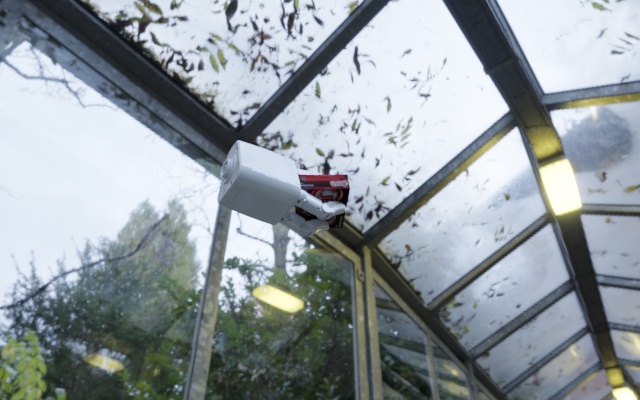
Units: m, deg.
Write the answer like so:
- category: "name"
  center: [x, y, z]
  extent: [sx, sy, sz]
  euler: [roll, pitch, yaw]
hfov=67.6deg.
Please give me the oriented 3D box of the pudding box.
- category: "pudding box"
  center: [0.000, 0.003, 0.839]
  extent: [0.090, 0.039, 0.114]
  euler: [0, -38, -6]
